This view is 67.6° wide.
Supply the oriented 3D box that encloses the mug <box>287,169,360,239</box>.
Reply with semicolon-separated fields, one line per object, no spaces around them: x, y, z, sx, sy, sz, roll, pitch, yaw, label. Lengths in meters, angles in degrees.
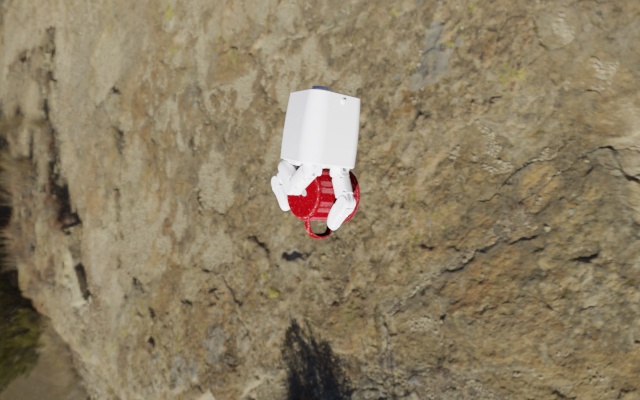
0.000;0.004;0.754;0.081;0.117;0.093;2;6;-41;mug
